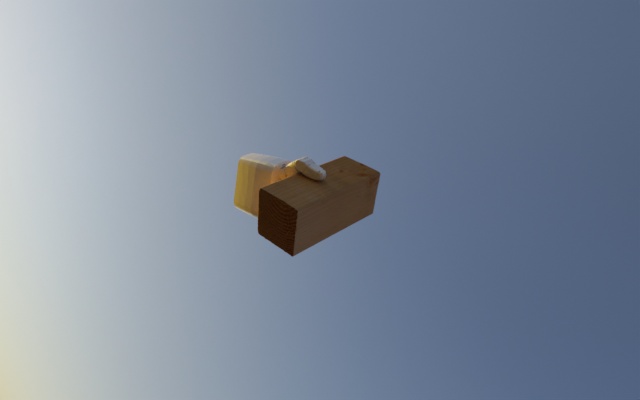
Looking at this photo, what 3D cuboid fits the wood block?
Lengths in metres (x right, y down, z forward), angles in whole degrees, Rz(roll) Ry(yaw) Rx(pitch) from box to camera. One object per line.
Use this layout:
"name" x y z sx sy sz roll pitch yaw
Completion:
"wood block" 0.000 0.002 0.820 0.090 0.091 0.206 29 38 34
